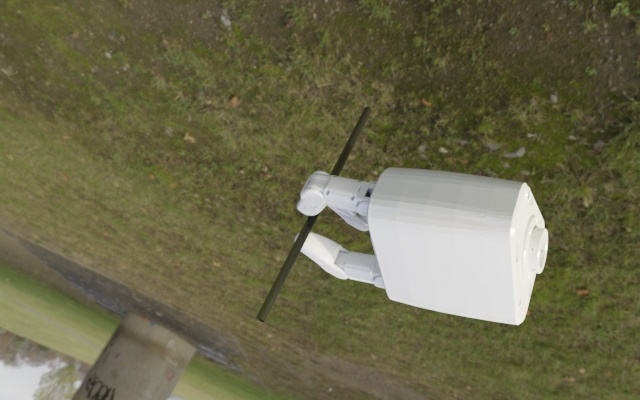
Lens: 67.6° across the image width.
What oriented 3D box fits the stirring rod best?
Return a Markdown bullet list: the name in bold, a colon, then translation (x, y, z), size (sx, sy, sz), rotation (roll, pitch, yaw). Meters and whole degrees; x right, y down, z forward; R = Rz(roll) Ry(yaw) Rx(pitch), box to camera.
- **stirring rod**: translation (0.000, 0.001, 0.441), size (0.011, 0.239, 0.011), rotation (21, -27, 12)
